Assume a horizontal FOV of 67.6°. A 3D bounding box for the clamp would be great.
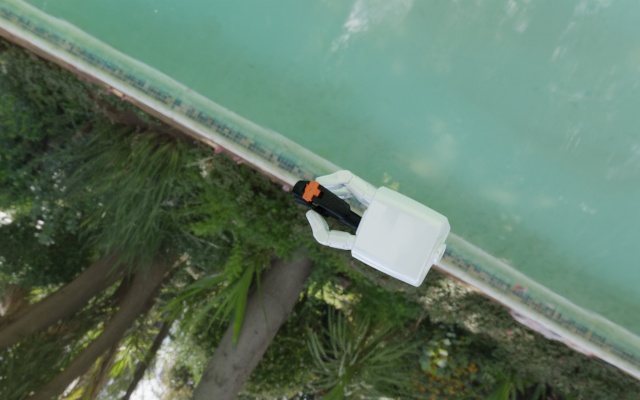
[{"bbox_3d":[0.000,0.003,0.756,0.164,0.036,0.210,25,-5,23],"label":"clamp"}]
